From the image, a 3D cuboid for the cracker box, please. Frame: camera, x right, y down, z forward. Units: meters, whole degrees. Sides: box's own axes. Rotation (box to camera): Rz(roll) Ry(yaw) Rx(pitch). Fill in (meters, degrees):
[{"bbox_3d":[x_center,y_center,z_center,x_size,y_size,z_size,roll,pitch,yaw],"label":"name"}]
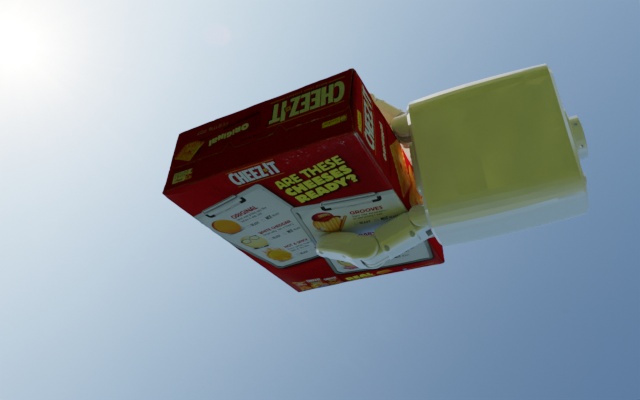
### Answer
[{"bbox_3d":[0.000,0.002,0.425,0.164,0.072,0.214,-15,-37,23],"label":"cracker box"}]
